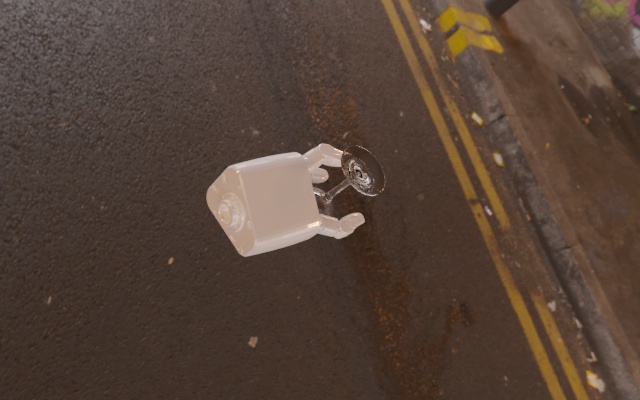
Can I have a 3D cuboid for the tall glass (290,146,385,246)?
[{"bbox_3d":[0.001,0.002,0.696,0.079,0.079,0.201,0,-25,-39],"label":"tall glass"}]
